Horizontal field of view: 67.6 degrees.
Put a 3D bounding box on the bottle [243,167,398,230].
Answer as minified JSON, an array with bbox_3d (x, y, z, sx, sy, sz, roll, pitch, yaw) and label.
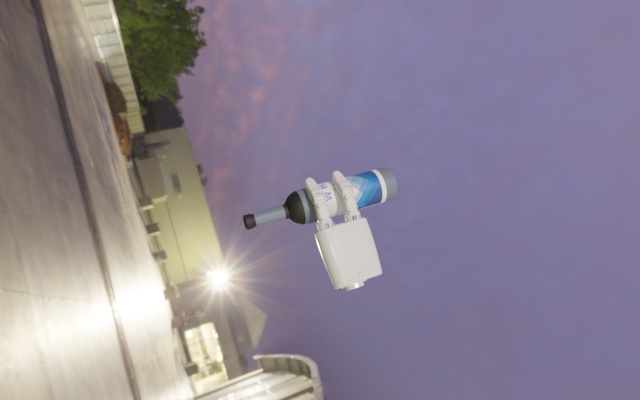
[{"bbox_3d":[0.000,0.003,0.897,0.295,0.069,0.069,-15,5,-18],"label":"bottle"}]
